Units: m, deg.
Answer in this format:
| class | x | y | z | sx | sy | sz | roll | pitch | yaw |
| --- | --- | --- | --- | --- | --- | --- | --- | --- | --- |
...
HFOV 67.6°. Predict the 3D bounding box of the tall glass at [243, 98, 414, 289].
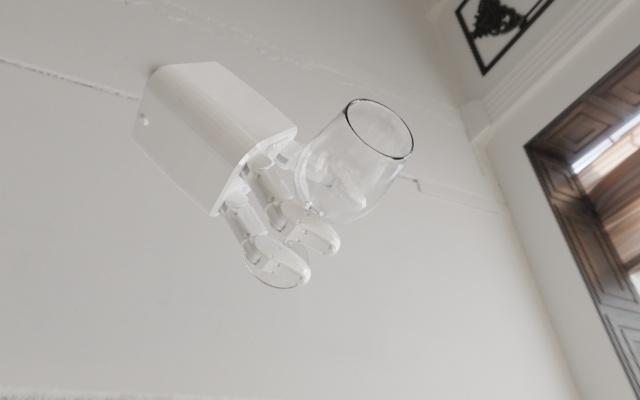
| class | x | y | z | sx | sy | sz | roll | pitch | yaw |
| --- | --- | --- | --- | --- | --- | --- | --- | --- | --- |
| tall glass | 0.000 | 0.002 | 0.430 | 0.079 | 0.079 | 0.201 | 0 | -35 | -34 |
